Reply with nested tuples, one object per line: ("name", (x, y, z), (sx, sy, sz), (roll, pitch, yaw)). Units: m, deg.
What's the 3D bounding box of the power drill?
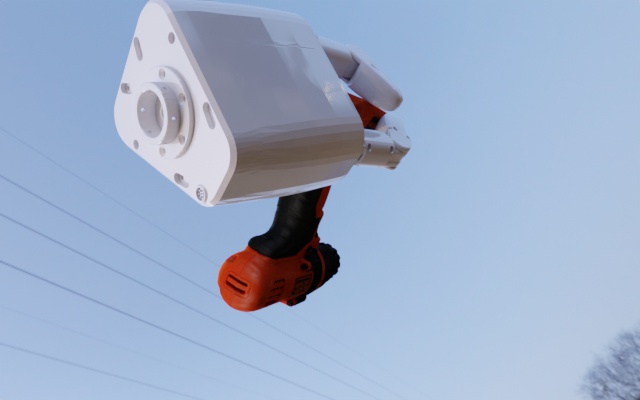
("power drill", (0.000, 0.001, 0.419), (0.057, 0.187, 0.184), (24, 8, 19))
